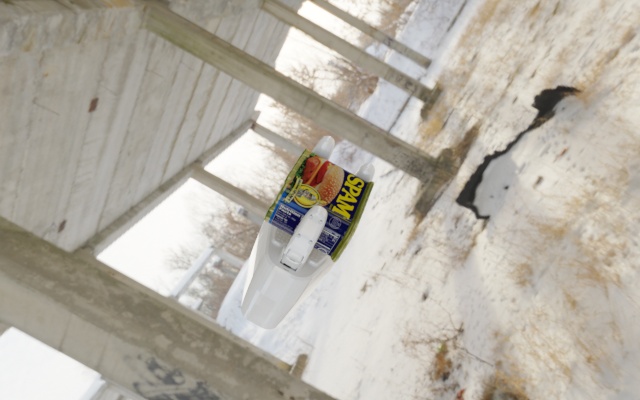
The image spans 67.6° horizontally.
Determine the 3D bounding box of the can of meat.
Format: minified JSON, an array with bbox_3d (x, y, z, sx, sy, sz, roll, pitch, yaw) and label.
[{"bbox_3d":[0.000,0.001,0.498,0.084,0.057,0.102,29,40,-1],"label":"can of meat"}]
